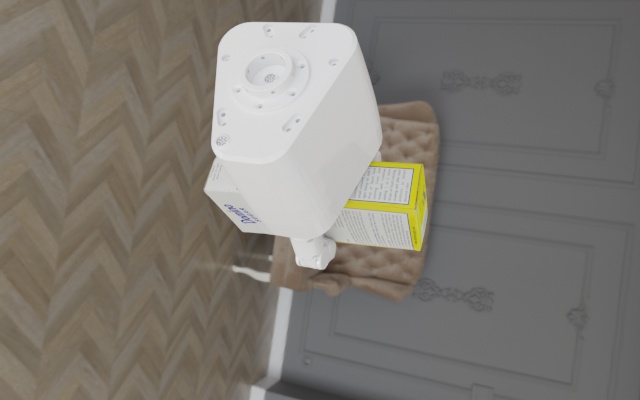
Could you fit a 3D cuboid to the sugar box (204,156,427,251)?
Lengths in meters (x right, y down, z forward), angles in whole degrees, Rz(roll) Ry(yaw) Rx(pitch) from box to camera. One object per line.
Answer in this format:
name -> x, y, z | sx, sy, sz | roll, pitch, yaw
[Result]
sugar box -> 0.000, 0.001, 0.414 | 0.176, 0.048, 0.093 | 8, -24, 18
